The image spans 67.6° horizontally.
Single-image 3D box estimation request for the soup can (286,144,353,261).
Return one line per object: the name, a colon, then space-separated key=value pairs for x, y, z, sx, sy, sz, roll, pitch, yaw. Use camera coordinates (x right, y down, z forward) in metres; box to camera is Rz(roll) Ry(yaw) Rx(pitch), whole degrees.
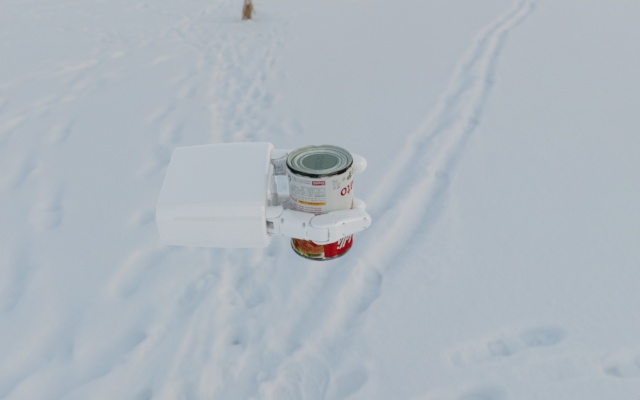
soup can: x=0.001 y=0.001 z=0.492 sx=0.068 sy=0.102 sz=0.068 roll=-1 pitch=32 yaw=1
